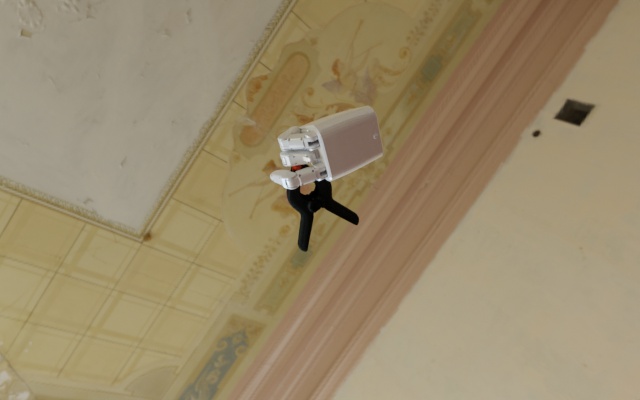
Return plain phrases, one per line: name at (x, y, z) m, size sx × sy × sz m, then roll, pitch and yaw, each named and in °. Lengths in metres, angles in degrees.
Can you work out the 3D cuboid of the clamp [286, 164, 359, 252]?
clamp at (0.000, 0.002, 0.833) m, size 0.120 × 0.172 × 0.039 m, roll -23°, pitch 34°, yaw -13°
